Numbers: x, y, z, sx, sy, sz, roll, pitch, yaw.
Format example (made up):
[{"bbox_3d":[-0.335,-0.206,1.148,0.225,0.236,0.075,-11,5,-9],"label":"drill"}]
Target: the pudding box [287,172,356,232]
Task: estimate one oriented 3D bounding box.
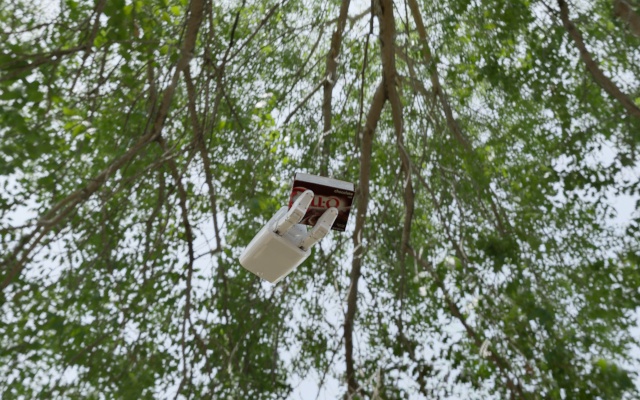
[{"bbox_3d":[0.000,0.003,0.866,0.113,0.090,0.039,9,32,-4],"label":"pudding box"}]
